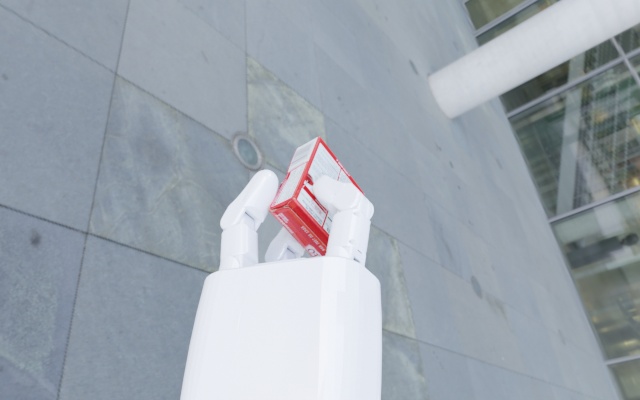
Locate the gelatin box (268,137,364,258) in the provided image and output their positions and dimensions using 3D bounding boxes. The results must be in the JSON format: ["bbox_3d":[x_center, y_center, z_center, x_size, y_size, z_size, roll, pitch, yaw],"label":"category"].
[{"bbox_3d":[0.000,0.001,0.403,0.030,0.073,0.089,-23,30,32],"label":"gelatin box"}]
